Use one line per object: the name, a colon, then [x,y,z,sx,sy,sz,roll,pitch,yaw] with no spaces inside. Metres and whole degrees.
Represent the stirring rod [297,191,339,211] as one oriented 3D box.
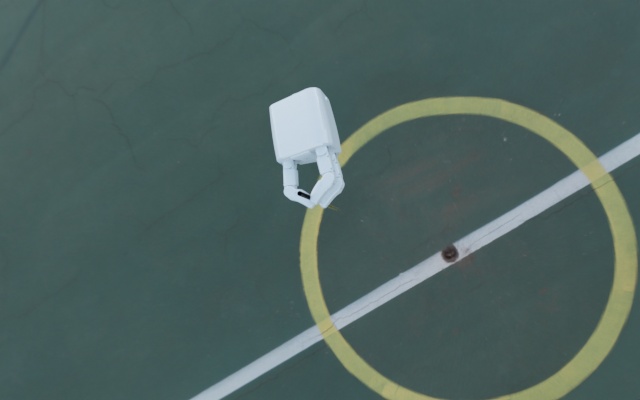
stirring rod: [0.000,0.003,0.870,0.011,0.011,0.239,0,-7,16]
